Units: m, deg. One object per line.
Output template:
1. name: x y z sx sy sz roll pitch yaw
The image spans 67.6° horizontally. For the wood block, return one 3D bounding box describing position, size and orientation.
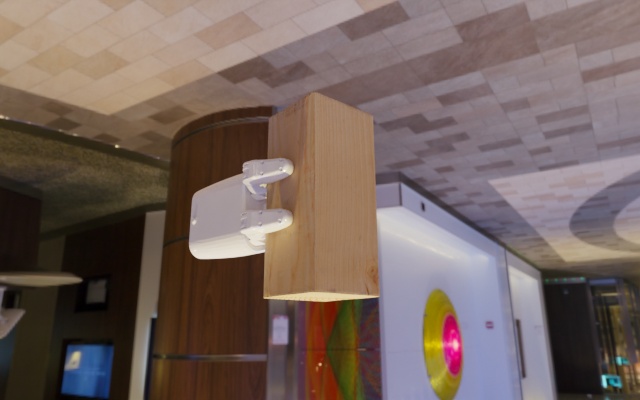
1. wood block: 0.000 0.002 0.524 0.091 0.206 0.090 13 -20 -38
